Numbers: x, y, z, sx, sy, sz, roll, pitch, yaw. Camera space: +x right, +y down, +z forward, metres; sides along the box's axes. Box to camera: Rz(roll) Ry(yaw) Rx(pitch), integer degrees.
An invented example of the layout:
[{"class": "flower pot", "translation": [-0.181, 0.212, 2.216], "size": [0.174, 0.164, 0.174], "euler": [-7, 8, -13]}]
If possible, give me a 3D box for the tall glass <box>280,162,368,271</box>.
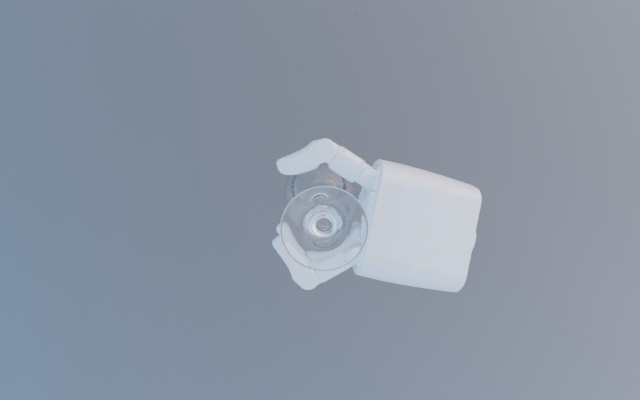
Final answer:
[{"class": "tall glass", "translation": [0.000, 0.002, 0.495], "size": [0.079, 0.079, 0.201], "euler": [0, 13, -2]}]
